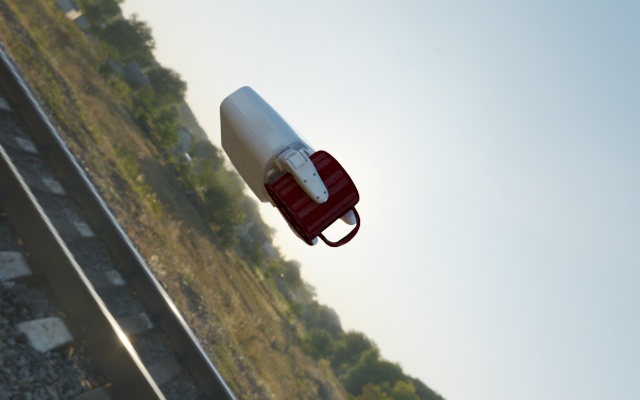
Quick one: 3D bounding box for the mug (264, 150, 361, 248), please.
[{"bbox_3d":[0.001,0.003,0.565,0.081,0.117,0.093,-37,-19,-9],"label":"mug"}]
